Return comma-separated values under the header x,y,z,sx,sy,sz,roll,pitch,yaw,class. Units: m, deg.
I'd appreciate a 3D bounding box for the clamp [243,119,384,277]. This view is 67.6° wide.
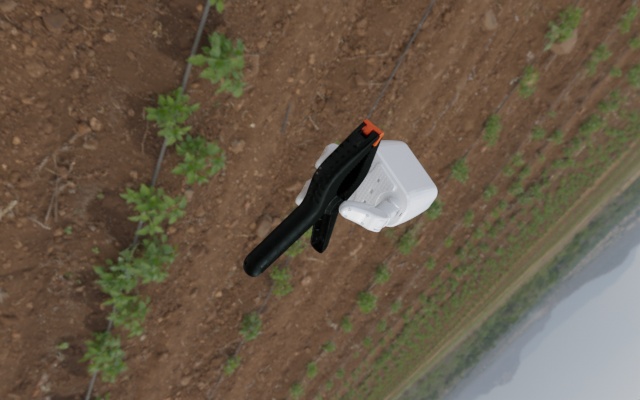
x,y,z,sx,sy,sz,roll,pitch,yaw,class
0.001,0.002,0.551,0.036,0.210,0.164,41,30,19,clamp
